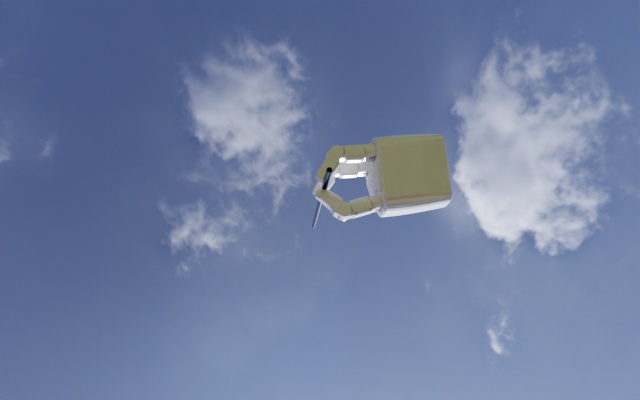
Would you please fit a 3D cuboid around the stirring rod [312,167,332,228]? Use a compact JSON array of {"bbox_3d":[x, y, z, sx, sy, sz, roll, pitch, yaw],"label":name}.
[{"bbox_3d":[0.000,0.002,0.750,0.011,0.011,0.240,0,-21,-6],"label":"stirring rod"}]
